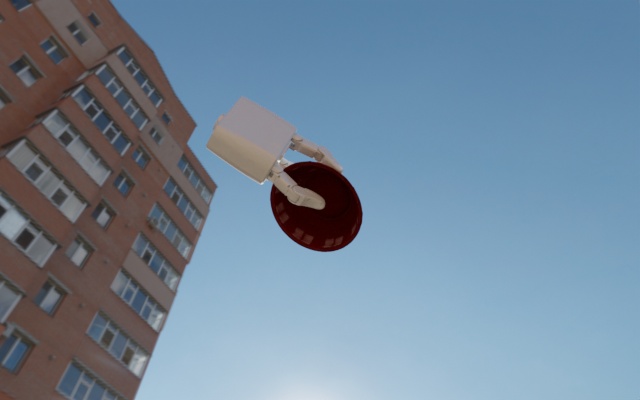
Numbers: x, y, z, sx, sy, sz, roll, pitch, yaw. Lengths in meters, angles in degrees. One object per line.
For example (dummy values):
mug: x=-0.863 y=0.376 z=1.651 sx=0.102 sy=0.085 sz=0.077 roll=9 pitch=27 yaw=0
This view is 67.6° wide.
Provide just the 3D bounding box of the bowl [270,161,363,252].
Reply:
bowl: x=0.001 y=0.003 z=0.790 sx=0.162 sy=0.162 sz=0.055 roll=0 pitch=24 yaw=25
